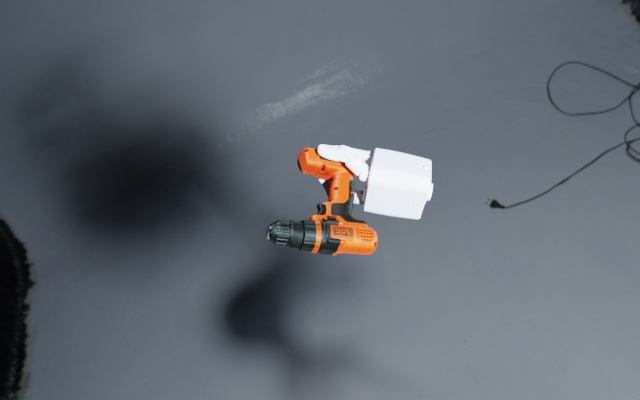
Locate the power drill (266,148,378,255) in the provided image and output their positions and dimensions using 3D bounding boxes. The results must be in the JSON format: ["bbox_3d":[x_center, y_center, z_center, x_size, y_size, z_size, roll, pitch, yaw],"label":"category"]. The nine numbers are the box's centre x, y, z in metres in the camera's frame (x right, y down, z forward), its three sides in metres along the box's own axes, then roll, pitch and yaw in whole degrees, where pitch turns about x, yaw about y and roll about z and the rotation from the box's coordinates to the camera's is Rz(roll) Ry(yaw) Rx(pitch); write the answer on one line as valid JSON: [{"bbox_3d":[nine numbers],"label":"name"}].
[{"bbox_3d":[0.000,0.002,0.811,0.184,0.187,0.057,8,-31,-17],"label":"power drill"}]
